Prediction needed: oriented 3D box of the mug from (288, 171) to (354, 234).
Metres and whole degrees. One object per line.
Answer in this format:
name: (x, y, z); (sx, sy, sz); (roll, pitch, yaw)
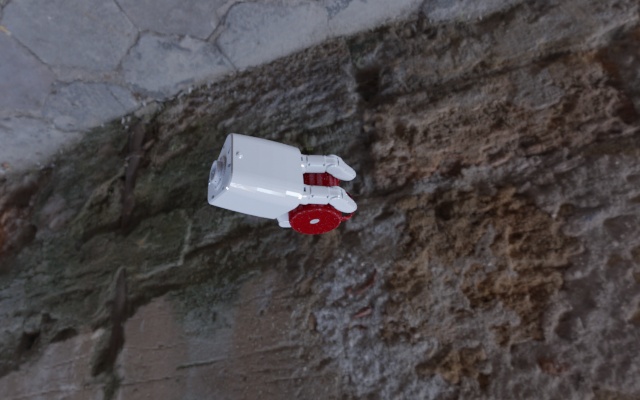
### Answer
mug: (0.001, 0.003, 0.750); (0.117, 0.081, 0.093); (12, -35, -25)
